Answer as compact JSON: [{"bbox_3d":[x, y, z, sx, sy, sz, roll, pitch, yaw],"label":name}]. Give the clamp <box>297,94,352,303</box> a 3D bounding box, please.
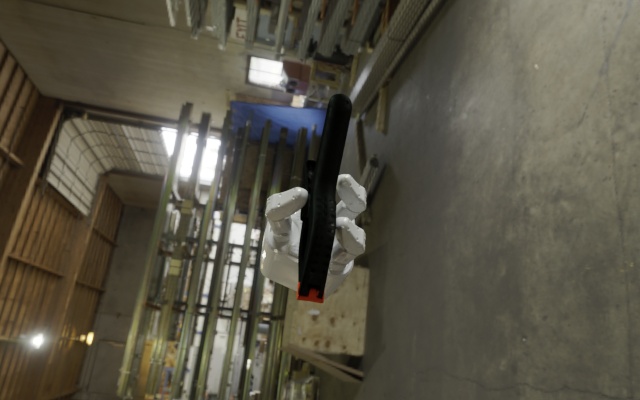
[{"bbox_3d":[-0.001,0.002,0.516,0.036,0.209,0.165,9,-31,-8],"label":"clamp"}]
